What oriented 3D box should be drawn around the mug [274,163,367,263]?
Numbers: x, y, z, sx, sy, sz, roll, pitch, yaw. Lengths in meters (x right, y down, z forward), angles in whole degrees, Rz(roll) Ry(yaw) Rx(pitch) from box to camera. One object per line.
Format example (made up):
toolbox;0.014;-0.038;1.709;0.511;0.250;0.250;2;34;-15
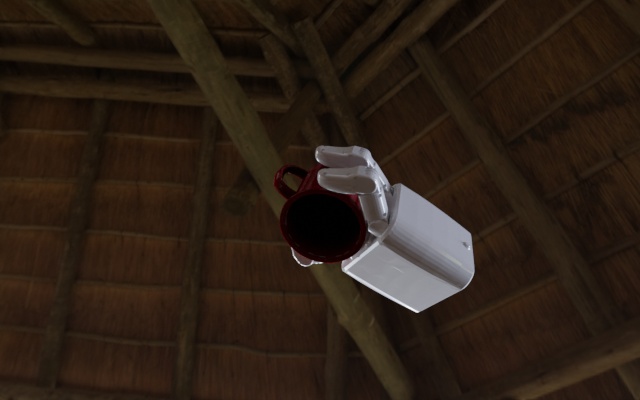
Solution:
mug;-0.001;0.001;0.530;0.117;0.093;0.081;34;33;-8
